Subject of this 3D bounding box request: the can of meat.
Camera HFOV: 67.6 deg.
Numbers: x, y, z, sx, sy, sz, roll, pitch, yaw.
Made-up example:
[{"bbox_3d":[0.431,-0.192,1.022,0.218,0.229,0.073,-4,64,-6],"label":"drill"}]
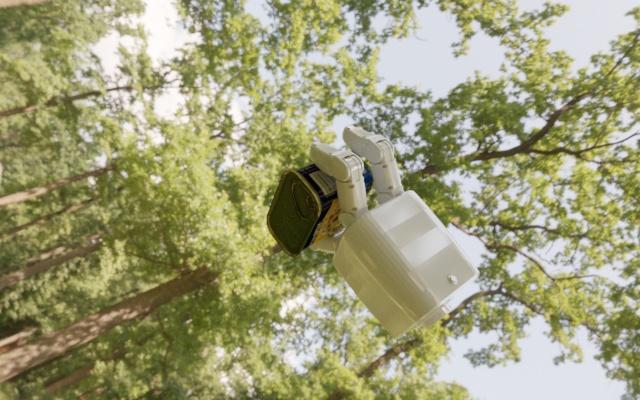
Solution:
[{"bbox_3d":[0.000,0.002,0.501,0.084,0.057,0.102,-25,-26,-36],"label":"can of meat"}]
